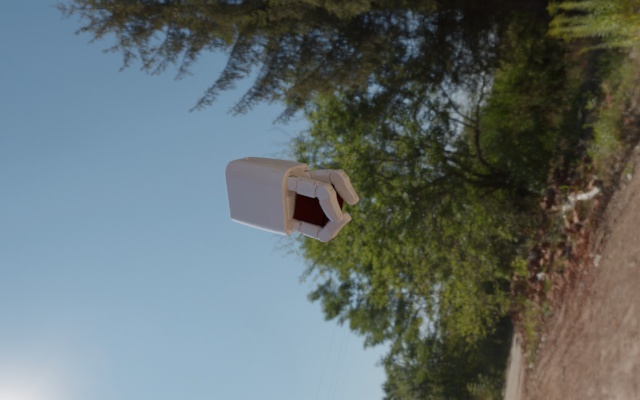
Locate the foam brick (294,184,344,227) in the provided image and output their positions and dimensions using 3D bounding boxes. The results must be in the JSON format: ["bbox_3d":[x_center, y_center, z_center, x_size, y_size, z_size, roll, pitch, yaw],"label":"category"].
[{"bbox_3d":[0.000,0.003,0.753,0.051,0.053,0.078,14,16,20],"label":"foam brick"}]
